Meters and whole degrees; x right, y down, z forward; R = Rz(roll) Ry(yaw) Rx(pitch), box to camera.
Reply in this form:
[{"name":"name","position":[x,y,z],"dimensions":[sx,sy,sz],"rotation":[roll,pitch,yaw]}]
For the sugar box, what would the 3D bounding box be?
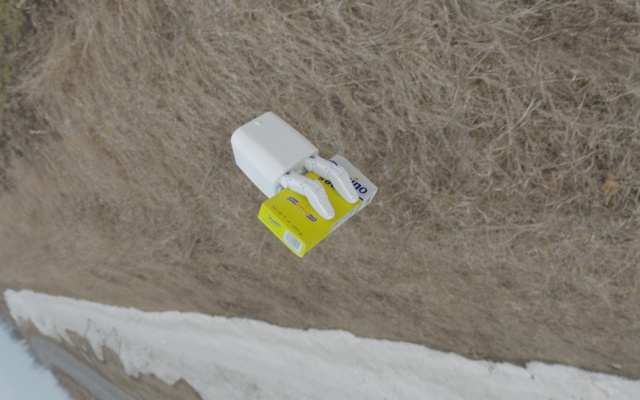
[{"name":"sugar box","position":[0.000,0.002,0.739],"dimensions":[0.176,0.093,0.048],"rotation":[-38,-17,-34]}]
